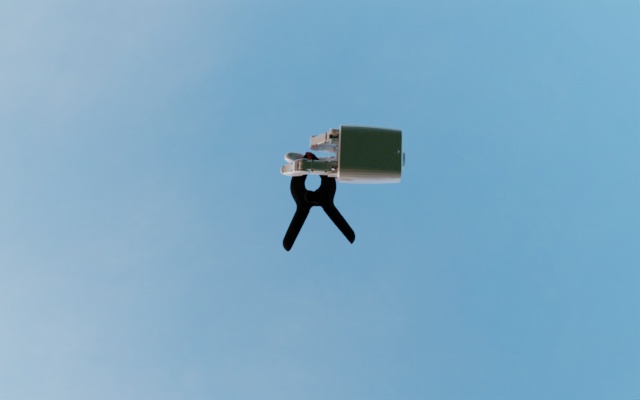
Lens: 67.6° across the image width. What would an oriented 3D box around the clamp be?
[{"bbox_3d":[0.000,0.003,0.806,0.120,0.171,0.039,3,-11,0],"label":"clamp"}]
